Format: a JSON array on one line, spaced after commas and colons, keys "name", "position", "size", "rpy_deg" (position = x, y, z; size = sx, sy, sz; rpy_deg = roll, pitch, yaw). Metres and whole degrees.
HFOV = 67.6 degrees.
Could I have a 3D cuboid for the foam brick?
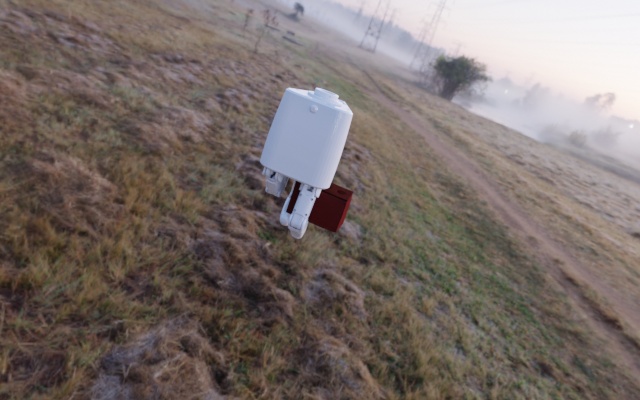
[{"name": "foam brick", "position": [0.000, 0.002, 0.670], "size": [0.078, 0.051, 0.053], "rpy_deg": [23, 17, 7]}]
